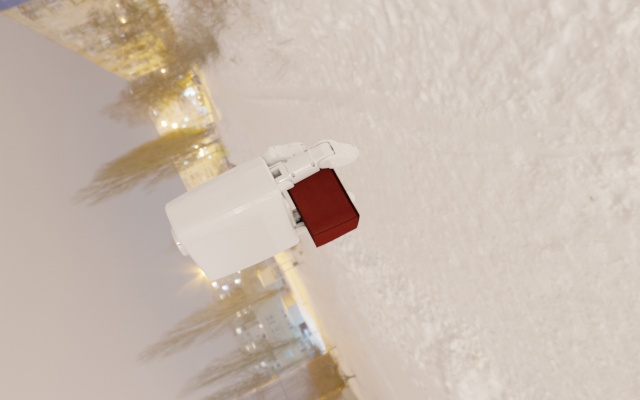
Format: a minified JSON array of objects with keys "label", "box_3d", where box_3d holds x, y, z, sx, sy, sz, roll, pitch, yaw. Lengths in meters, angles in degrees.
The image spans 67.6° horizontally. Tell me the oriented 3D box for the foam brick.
[{"label":"foam brick","box_3d":[0.000,0.002,0.501,0.051,0.078,0.053,-26,-18,-7]}]
